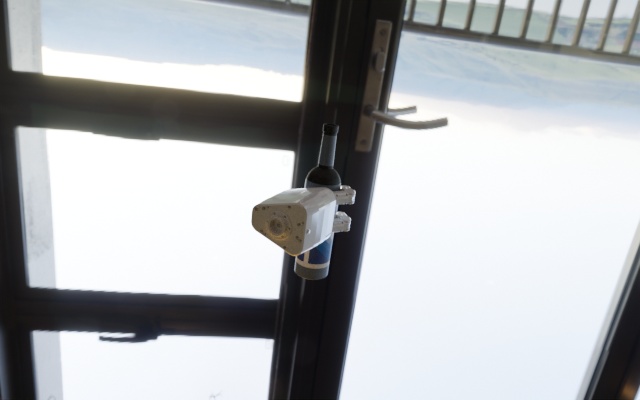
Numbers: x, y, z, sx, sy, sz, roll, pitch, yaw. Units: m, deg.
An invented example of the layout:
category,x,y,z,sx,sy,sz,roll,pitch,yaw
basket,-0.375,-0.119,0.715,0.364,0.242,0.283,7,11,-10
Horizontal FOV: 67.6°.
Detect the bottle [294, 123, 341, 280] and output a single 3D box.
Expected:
category,x,y,z,sx,sy,sz,roll,pitch,yaw
bottle,0.000,0.003,0.900,0.069,0.296,0.069,7,18,-2
